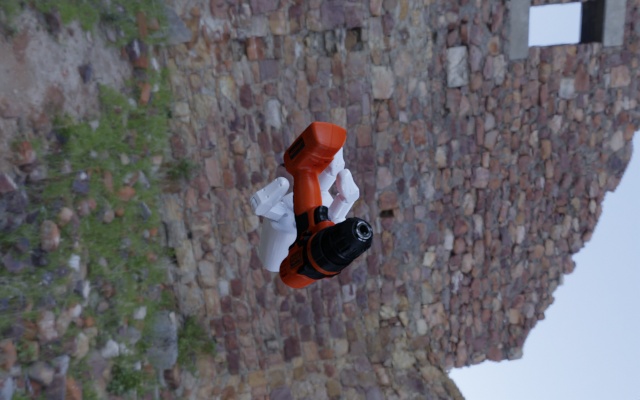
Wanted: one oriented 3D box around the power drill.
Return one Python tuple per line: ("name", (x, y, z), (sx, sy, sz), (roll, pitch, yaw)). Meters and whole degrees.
("power drill", (0.000, 0.002, 0.585), (0.057, 0.187, 0.184), (12, -27, -26))
